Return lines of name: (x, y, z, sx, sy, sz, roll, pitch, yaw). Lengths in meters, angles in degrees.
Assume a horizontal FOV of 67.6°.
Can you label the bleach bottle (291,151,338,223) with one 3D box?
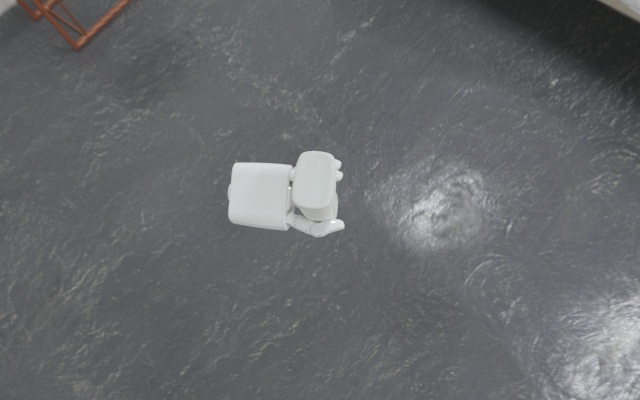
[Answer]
bleach bottle: (0.000, 0.003, 0.870, 0.068, 0.102, 0.251, 5, -17, 7)
